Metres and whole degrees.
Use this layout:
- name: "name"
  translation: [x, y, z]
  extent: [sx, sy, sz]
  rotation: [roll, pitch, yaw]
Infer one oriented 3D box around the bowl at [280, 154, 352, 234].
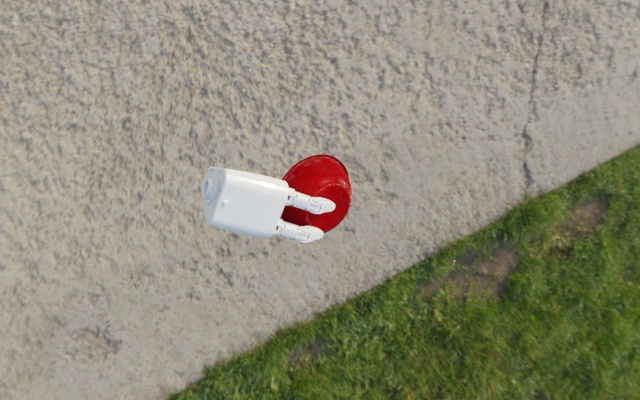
- name: "bowl"
  translation: [0.001, 0.003, 0.845]
  extent: [0.162, 0.162, 0.055]
  rotation: [0, 25, -37]
